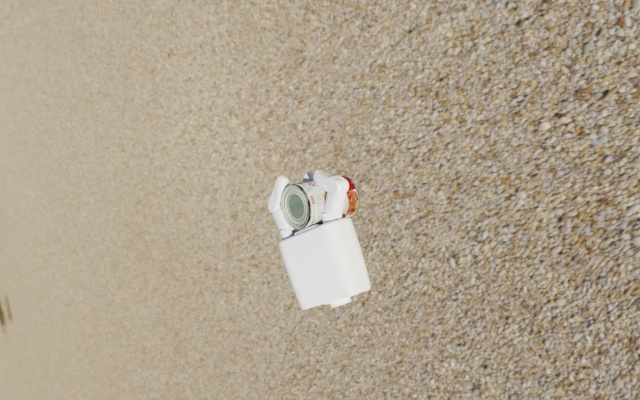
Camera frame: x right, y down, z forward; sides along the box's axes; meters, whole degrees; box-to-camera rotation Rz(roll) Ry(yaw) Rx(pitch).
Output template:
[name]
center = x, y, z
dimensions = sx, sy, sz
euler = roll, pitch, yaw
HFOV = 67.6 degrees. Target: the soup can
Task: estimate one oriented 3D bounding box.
[soup can]
center = 0.000, 0.002, 0.713
dimensions = 0.102, 0.068, 0.068
euler = -11, 7, -40
